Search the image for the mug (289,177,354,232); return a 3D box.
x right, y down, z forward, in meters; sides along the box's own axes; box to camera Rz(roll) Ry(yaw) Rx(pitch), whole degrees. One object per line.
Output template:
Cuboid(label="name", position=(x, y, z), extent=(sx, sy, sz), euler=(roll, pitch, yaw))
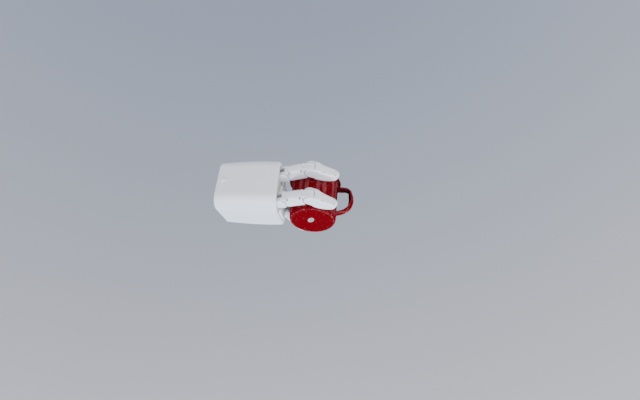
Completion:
Cuboid(label="mug", position=(0.002, 0.003, 0.848), extent=(0.117, 0.081, 0.093), euler=(0, -33, 6))
